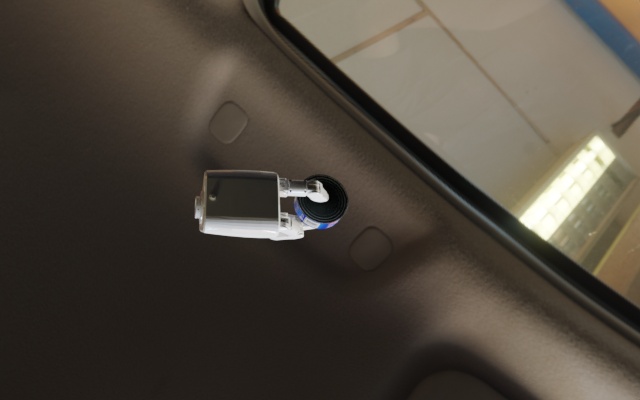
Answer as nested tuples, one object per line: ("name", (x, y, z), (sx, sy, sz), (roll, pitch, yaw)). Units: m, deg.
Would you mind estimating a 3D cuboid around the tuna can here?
("tuna can", (0.000, 0.003, 0.781), (0.086, 0.086, 0.034), (0, -22, -16))
